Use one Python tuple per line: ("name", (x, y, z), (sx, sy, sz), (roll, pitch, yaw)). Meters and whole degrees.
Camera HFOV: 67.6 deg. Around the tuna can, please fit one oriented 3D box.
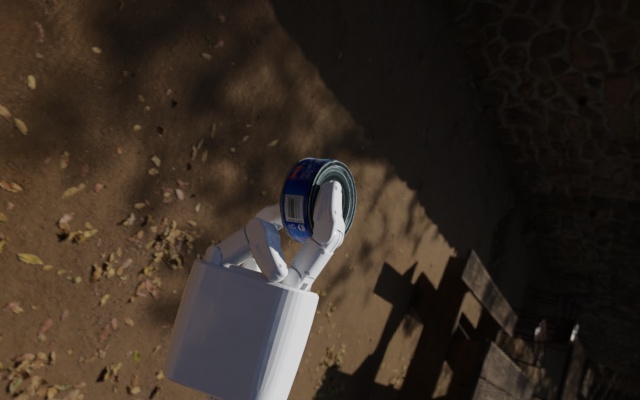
("tuna can", (0.001, 0.002, 0.468), (0.034, 0.086, 0.086), (6, 3, 35))
